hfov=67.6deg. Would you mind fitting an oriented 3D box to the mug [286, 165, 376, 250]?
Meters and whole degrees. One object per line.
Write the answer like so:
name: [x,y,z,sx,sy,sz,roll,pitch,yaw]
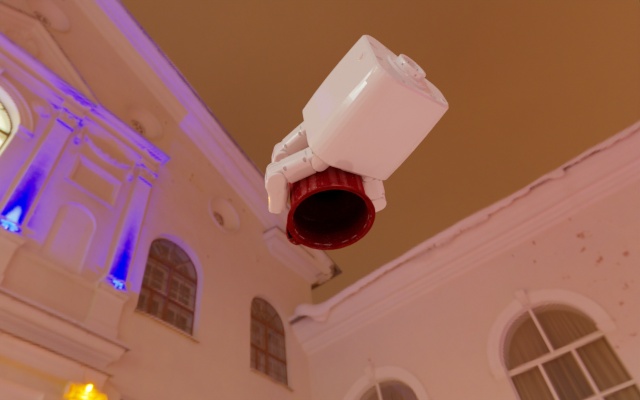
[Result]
mug: [-0.001,0.003,0.533,0.093,0.081,0.117,25,-57,-27]
